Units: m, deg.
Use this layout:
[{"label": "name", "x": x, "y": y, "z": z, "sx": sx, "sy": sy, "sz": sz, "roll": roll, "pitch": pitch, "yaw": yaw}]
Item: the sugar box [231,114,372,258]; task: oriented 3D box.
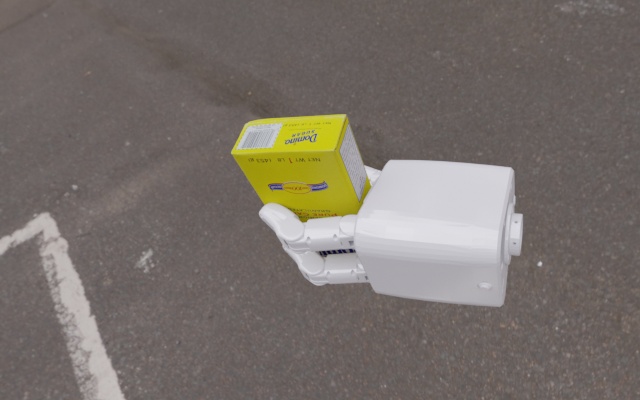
[{"label": "sugar box", "x": 0.000, "y": 0.002, "z": 0.436, "sx": 0.093, "sy": 0.048, "sz": 0.176, "roll": 1, "pitch": -39, "yaw": 24}]
